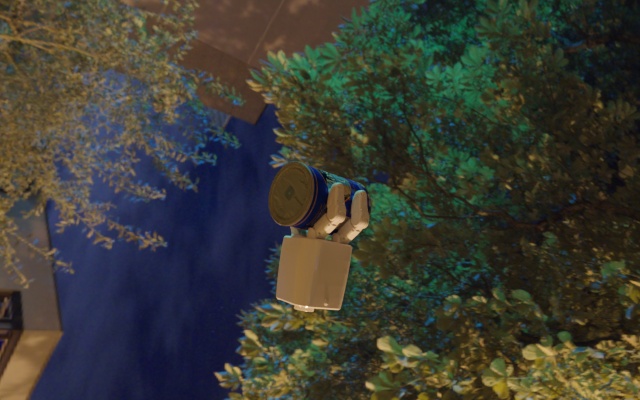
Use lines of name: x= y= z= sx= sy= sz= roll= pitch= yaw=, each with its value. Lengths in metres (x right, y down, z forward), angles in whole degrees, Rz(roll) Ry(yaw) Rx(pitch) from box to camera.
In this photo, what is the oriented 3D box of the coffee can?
coffee can: x=0.000 y=0.002 z=0.789 sx=0.140 sy=0.103 sz=0.103 roll=16 pitch=-11 yaw=-42
